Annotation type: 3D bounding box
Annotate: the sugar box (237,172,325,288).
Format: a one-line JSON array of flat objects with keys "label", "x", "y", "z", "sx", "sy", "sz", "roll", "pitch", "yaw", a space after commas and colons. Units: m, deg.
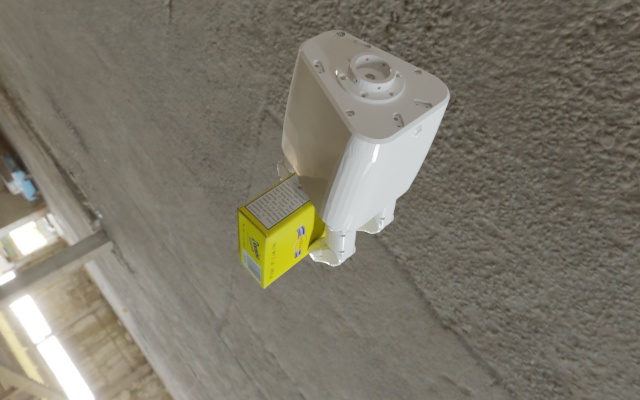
[{"label": "sugar box", "x": 0.000, "y": 0.002, "z": 0.468, "sx": 0.176, "sy": 0.048, "sz": 0.093, "roll": -34, "pitch": -25, "yaw": -28}]
